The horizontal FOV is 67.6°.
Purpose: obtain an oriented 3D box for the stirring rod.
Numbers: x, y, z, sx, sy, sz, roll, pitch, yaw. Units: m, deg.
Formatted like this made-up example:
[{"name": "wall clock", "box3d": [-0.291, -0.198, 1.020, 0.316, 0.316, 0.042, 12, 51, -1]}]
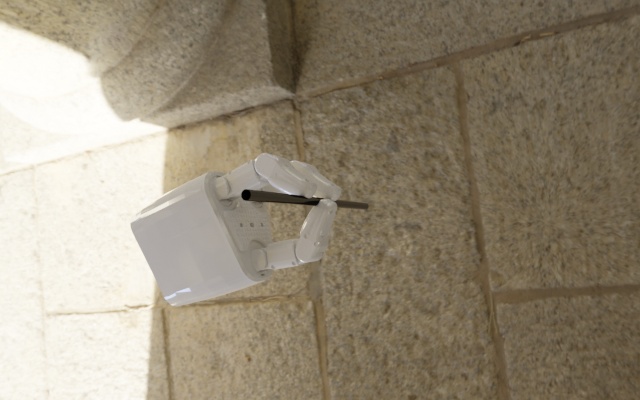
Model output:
[{"name": "stirring rod", "box3d": [0.000, 0.002, 0.436, 0.011, 0.011, 0.239, 0, -3, 25]}]
